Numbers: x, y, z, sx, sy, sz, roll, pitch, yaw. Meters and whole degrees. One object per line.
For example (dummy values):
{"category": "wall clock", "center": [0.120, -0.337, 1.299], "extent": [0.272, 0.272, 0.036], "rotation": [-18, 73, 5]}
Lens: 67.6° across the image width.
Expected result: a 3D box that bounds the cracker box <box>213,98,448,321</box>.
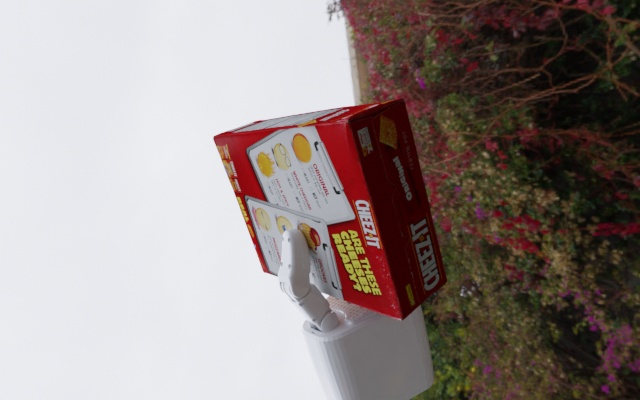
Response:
{"category": "cracker box", "center": [0.000, 0.002, 0.446], "extent": [0.072, 0.164, 0.213], "rotation": [-29, 20, -33]}
